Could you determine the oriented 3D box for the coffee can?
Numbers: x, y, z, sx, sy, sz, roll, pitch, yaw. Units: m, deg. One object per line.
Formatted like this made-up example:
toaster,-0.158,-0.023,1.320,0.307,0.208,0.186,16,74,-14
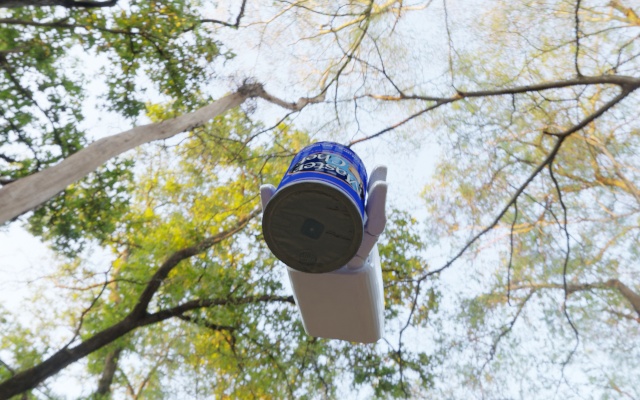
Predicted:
coffee can,0.000,0.002,0.536,0.103,0.103,0.140,0,23,8
